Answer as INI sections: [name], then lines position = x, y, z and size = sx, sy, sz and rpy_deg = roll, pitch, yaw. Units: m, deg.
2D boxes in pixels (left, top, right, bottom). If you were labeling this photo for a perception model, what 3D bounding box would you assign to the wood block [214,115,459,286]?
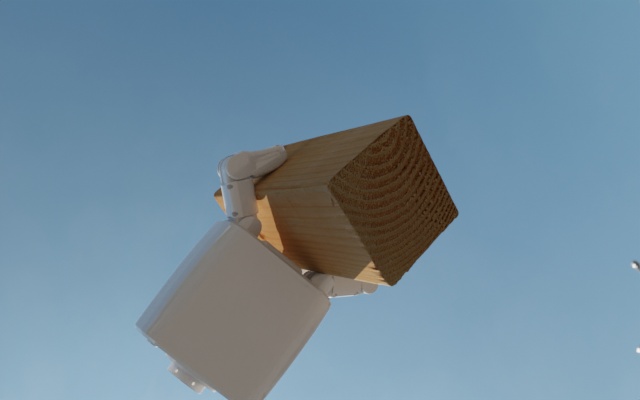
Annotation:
[wood block]
position = 0.000, 0.001, 0.416
size = 0.090, 0.091, 0.206
rpy_deg = -41, 20, -27
